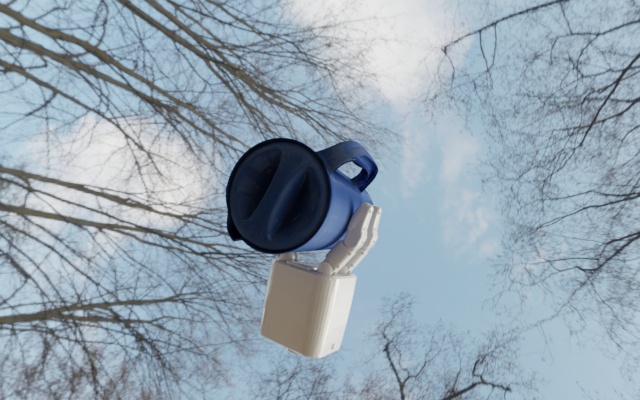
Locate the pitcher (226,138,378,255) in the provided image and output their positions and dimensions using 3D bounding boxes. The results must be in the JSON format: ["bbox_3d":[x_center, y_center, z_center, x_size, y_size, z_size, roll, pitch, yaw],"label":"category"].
[{"bbox_3d":[0.000,0.002,0.639,0.149,0.145,0.243,10,-3,23],"label":"pitcher"}]
